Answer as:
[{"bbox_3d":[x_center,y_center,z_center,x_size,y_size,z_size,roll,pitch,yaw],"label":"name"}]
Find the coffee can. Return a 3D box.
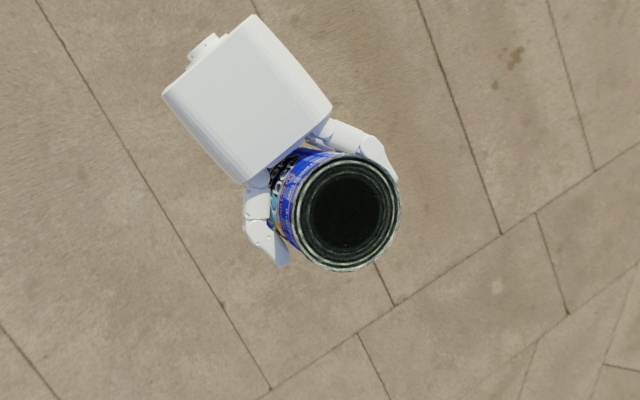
[{"bbox_3d":[0.000,0.002,0.468,0.103,0.103,0.140,0,8,-20],"label":"coffee can"}]
